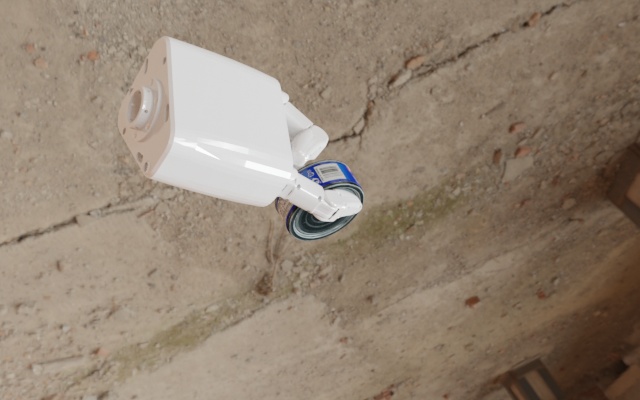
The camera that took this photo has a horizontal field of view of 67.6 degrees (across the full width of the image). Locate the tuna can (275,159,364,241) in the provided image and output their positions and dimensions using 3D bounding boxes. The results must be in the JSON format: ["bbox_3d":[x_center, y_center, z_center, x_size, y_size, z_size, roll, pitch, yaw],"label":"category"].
[{"bbox_3d":[0.000,0.002,0.478,0.086,0.033,0.086,-20,-35,-15],"label":"tuna can"}]
